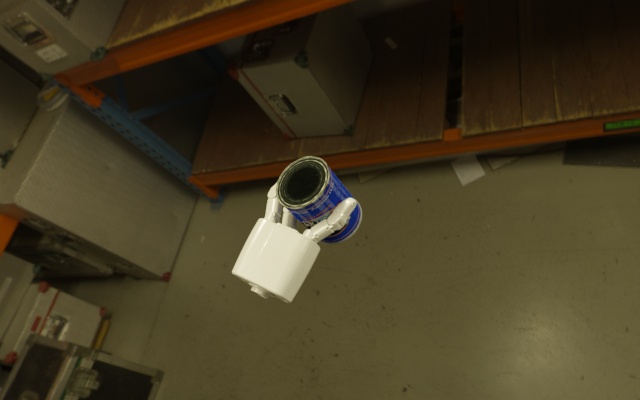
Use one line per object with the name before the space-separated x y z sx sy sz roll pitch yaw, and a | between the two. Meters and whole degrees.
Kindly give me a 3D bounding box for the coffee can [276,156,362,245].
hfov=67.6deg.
coffee can | 0.000 0.003 0.846 0.103 0.102 0.140 0 -29 31
